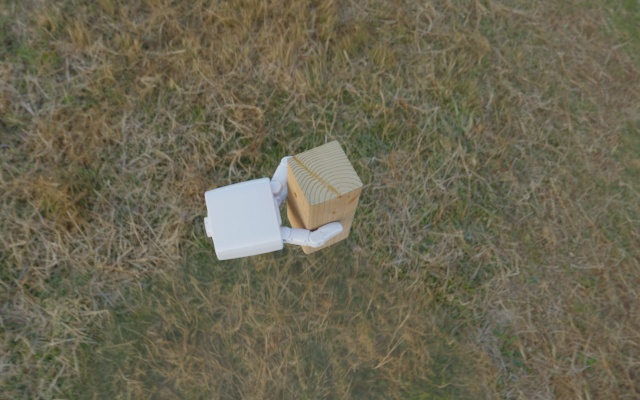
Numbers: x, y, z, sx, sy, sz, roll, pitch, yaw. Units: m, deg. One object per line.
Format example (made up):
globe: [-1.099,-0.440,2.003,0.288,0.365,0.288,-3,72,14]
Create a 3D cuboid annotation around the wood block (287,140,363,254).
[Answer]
wood block: [0.000,0.003,0.807,0.090,0.090,0.206,-22,-23,-13]
